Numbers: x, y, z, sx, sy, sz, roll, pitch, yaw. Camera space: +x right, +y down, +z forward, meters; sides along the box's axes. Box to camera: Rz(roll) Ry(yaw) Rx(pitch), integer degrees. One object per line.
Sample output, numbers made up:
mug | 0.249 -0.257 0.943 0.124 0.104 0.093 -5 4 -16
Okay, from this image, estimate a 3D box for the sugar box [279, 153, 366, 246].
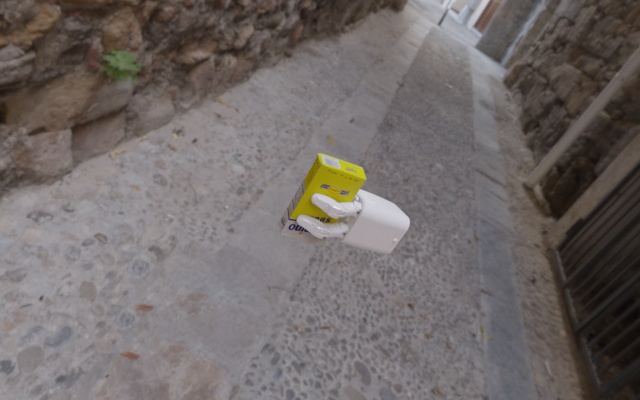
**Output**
sugar box | 0.000 0.003 0.885 0.093 0.176 0.048 18 31 -21
